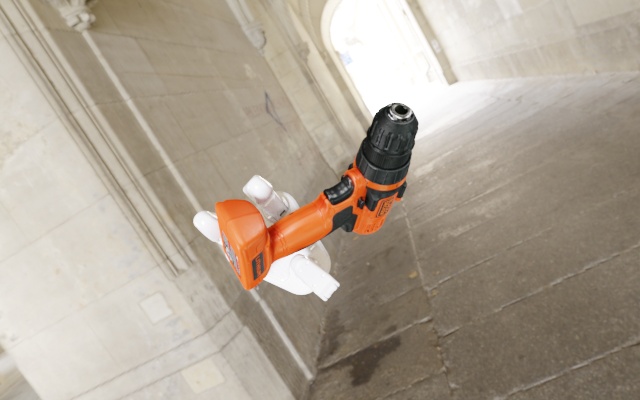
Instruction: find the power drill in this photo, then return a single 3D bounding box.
[{"bbox_3d":[0.000,0.002,0.446,0.187,0.057,0.185,-23,-29,-20],"label":"power drill"}]
